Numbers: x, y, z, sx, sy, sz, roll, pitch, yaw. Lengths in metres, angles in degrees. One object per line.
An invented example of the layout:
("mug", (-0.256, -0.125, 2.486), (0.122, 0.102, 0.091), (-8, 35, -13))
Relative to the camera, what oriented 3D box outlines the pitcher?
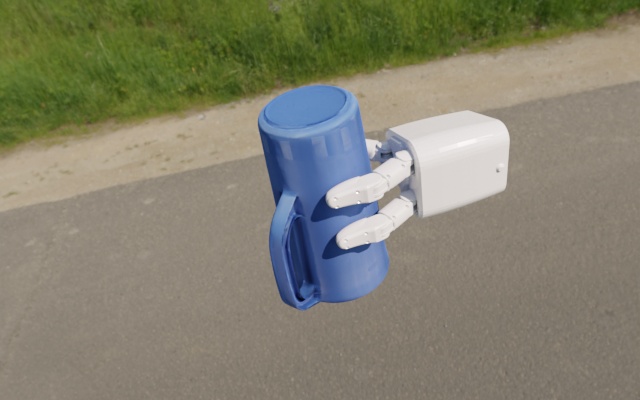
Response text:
("pitcher", (0.000, 0.002, 0.558), (0.145, 0.243, 0.149), (-15, 37, -3))
